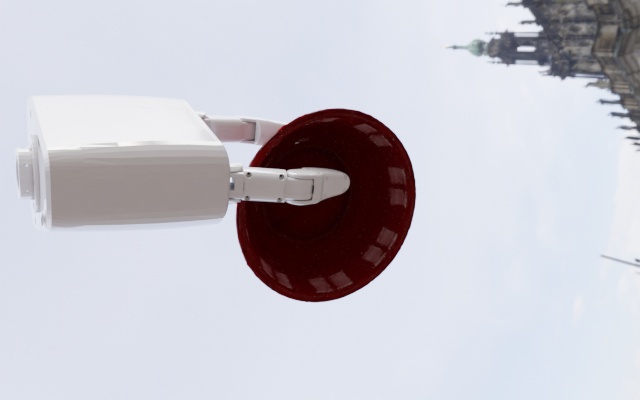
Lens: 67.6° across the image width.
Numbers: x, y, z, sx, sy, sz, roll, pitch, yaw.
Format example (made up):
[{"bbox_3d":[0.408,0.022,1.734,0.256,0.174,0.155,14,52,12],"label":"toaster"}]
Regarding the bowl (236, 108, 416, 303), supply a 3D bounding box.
[{"bbox_3d":[0.001,0.002,0.407,0.162,0.162,0.055,0,15,-26],"label":"bowl"}]
